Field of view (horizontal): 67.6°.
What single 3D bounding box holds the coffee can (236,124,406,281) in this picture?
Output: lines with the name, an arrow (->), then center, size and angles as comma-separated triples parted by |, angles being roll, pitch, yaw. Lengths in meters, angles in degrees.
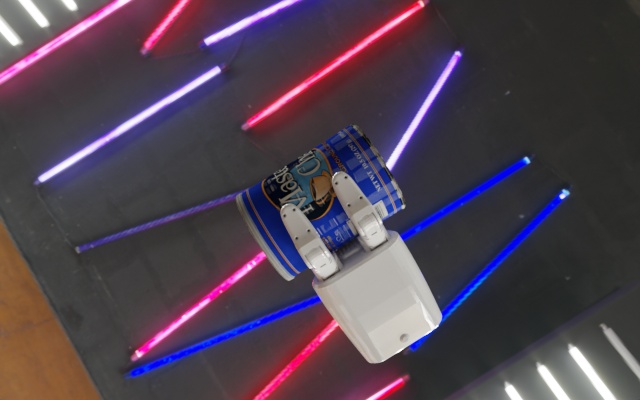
coffee can -> 0.000, 0.002, 0.490 | 0.140, 0.103, 0.103 | -32, 0, 0
